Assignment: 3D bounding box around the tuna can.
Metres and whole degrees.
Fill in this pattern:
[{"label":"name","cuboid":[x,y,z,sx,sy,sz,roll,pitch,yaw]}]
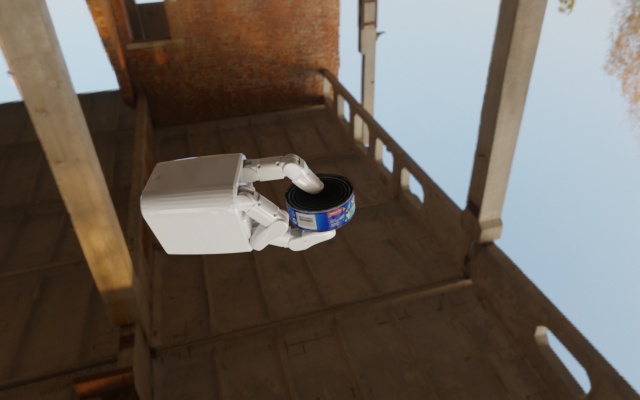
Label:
[{"label":"tuna can","cuboid":[0.000,0.002,0.594,0.086,0.034,0.086,-6,34,4]}]
